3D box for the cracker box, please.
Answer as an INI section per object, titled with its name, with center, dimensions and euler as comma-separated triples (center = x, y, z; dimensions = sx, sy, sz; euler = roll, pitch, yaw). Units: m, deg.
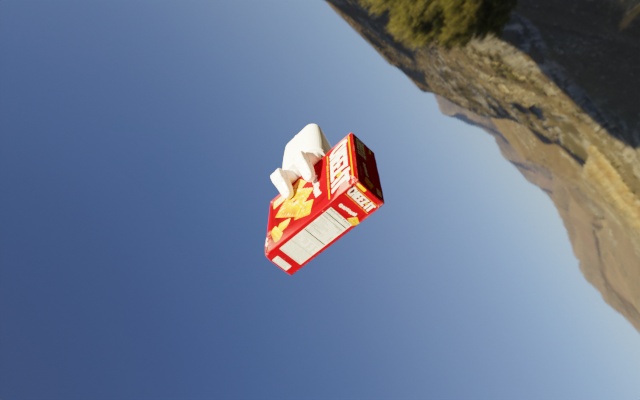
[cracker box]
center = 0.000, 0.003, 0.824
dimensions = 0.072, 0.214, 0.164
euler = 39, 26, -24
